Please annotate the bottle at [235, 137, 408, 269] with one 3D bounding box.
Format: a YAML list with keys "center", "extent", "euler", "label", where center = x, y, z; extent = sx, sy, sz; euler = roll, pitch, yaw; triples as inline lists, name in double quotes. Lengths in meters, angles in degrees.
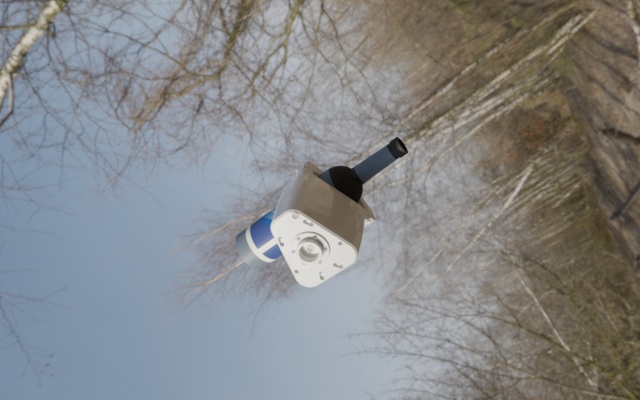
- center: [0.000, 0.002, 0.705]
  extent: [0.296, 0.069, 0.069]
  euler: [-35, -15, 22]
  label: "bottle"
